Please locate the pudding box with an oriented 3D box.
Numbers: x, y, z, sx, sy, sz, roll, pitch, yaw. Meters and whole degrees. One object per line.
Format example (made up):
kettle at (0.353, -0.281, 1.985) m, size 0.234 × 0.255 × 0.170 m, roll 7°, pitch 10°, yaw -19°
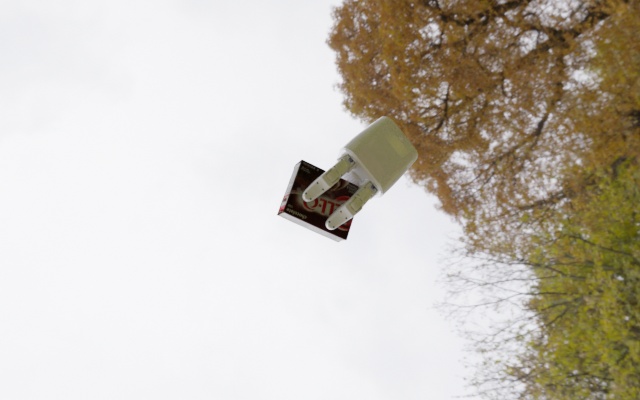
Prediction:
pudding box at (0.000, 0.002, 0.737) m, size 0.113 × 0.090 × 0.039 m, roll 24°, pitch -21°, yaw -15°
